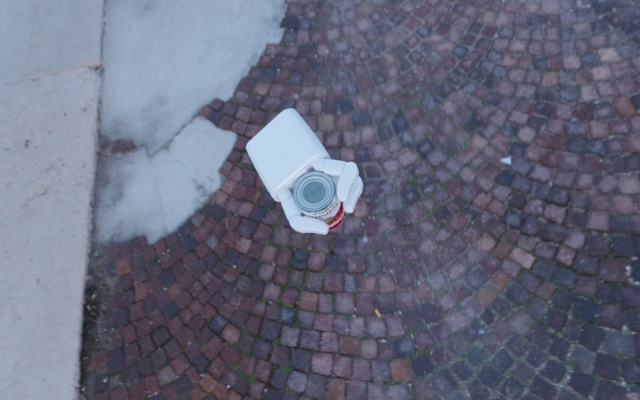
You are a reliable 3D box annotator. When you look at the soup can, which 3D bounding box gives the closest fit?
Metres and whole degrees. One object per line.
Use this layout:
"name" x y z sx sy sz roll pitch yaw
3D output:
"soup can" 0.000 0.003 0.762 0.068 0.068 0.102 0 -19 12
